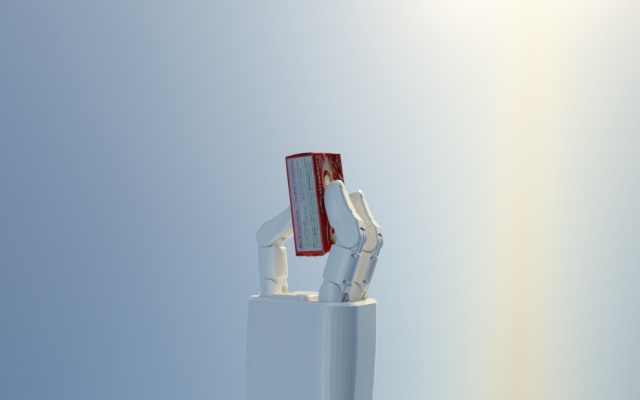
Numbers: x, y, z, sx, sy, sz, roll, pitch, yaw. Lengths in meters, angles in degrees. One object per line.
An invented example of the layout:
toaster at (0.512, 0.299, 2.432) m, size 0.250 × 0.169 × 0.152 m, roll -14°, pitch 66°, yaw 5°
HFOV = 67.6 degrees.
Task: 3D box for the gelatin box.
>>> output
gelatin box at (0.000, 0.001, 0.435) m, size 0.030 × 0.089 × 0.073 m, roll -6°, pitch 2°, yaw 22°
